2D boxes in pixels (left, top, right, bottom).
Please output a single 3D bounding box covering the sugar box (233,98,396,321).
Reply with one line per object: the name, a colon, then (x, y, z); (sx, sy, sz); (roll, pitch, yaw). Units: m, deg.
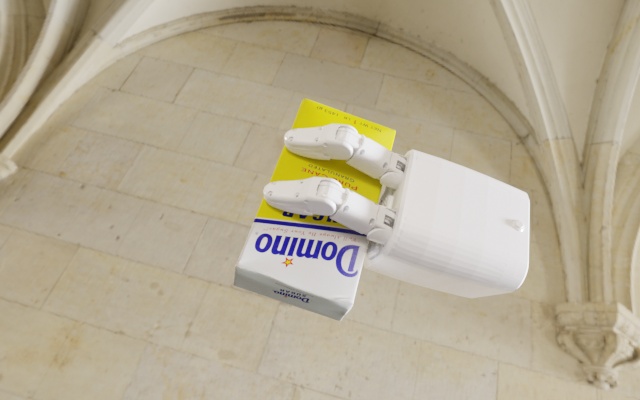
sugar box: (0.000, 0.001, 0.404); (0.093, 0.176, 0.048); (18, -34, -2)
